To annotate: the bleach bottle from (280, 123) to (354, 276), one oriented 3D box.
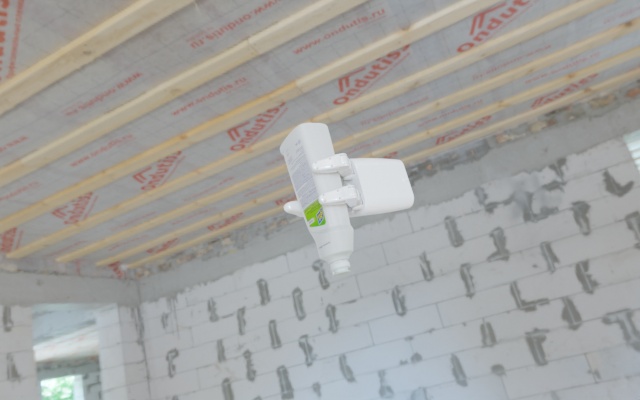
[{"bbox_3d":[0.000,0.003,0.792,0.068,0.250,0.103,-4,-20,-29],"label":"bleach bottle"}]
